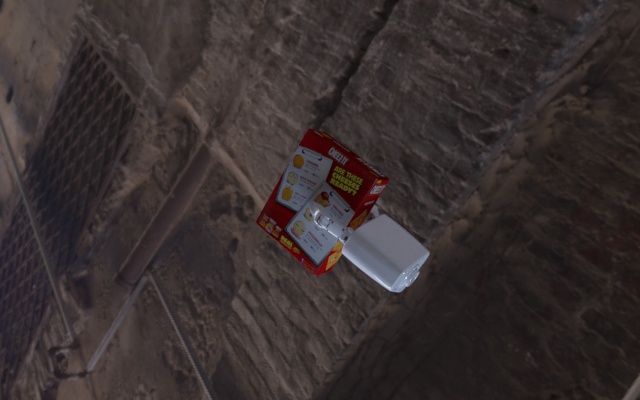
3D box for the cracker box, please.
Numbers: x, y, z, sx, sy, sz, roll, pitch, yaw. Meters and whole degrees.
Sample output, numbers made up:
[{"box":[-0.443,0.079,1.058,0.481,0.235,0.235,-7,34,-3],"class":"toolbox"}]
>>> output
[{"box":[0.000,0.003,0.876,0.164,0.214,0.072,39,20,22],"class":"cracker box"}]
